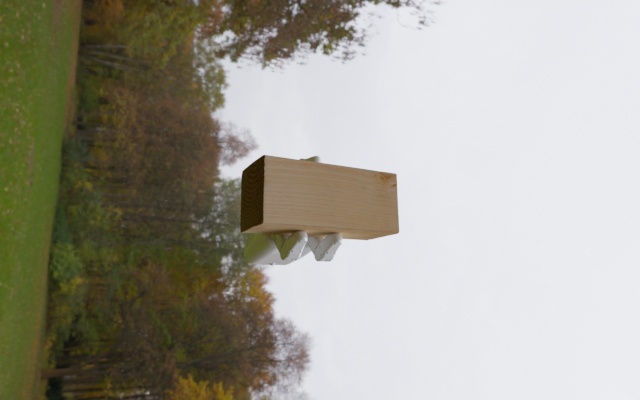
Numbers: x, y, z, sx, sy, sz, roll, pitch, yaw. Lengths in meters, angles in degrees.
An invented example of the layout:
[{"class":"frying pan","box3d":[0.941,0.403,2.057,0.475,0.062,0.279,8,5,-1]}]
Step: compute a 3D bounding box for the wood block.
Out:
[{"class":"wood block","box3d":[0.000,0.002,0.674,0.206,0.090,0.090,6,-14,-28]}]
